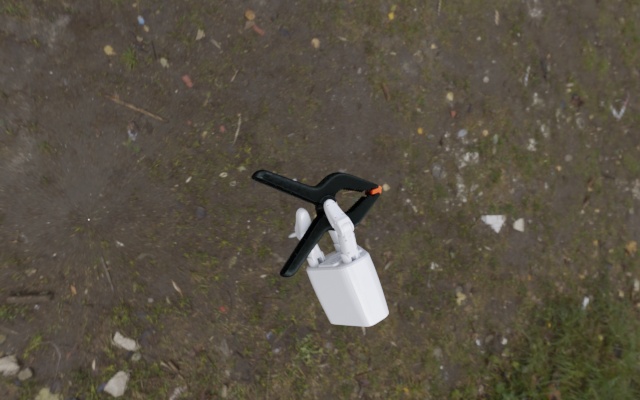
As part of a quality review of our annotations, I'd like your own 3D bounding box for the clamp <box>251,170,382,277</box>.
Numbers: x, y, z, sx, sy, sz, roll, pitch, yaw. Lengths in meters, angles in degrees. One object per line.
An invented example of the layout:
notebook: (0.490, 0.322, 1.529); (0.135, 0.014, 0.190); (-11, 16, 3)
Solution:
clamp: (0.001, 0.002, 0.742); (0.210, 0.164, 0.036); (-25, 9, -24)
